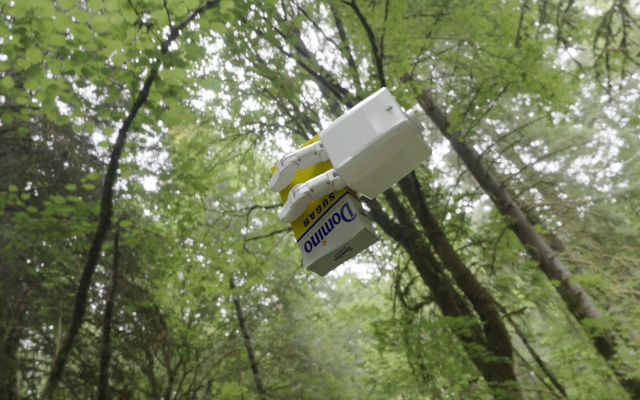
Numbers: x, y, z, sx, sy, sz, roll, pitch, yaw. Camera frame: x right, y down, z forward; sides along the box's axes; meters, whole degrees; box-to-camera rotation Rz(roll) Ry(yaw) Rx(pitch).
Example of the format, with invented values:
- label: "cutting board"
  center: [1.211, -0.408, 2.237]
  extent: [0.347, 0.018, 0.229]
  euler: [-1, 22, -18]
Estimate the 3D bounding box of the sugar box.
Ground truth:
- label: "sugar box"
  center: [0.000, 0.002, 0.636]
  extent: [0.093, 0.176, 0.048]
  euler: [-35, -40, 15]
